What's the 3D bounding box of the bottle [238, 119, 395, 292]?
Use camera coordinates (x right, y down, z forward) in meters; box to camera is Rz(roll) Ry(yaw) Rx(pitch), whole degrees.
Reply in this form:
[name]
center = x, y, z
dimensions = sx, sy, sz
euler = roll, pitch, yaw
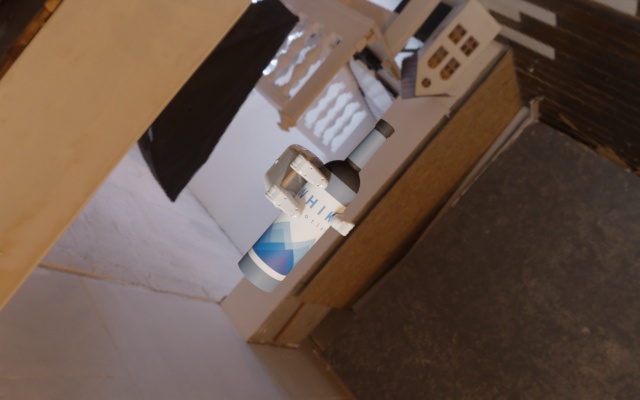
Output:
[bottle]
center = 0.000, 0.003, 0.693
dimensions = 0.069, 0.296, 0.069
euler = 41, 4, -4
